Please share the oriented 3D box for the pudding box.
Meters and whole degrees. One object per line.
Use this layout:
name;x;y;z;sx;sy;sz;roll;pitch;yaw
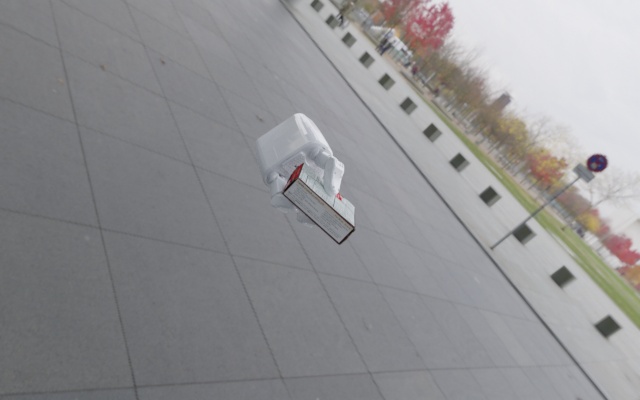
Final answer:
pudding box;0.000;0.002;0.694;0.113;0.039;0.090;40;17;-9
